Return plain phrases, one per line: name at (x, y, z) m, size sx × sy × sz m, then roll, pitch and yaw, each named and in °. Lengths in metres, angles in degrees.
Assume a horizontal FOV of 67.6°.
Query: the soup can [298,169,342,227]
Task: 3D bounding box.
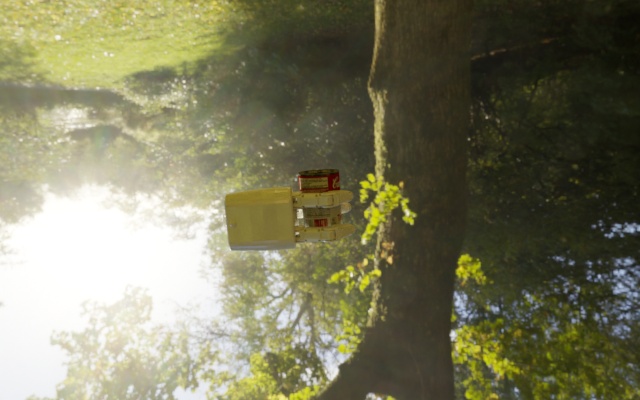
soup can at (0.001, 0.003, 0.785) m, size 0.068 × 0.102 × 0.068 m, roll -4°, pitch 9°, yaw 1°
